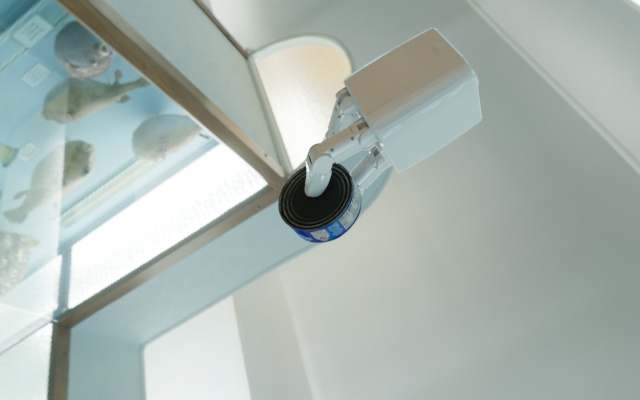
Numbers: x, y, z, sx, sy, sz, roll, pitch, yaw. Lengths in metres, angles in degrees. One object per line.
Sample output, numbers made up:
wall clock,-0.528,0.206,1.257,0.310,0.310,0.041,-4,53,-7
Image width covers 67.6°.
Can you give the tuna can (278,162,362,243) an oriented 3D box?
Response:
tuna can,0.000,0.002,0.513,0.086,0.086,0.034,0,-30,28
